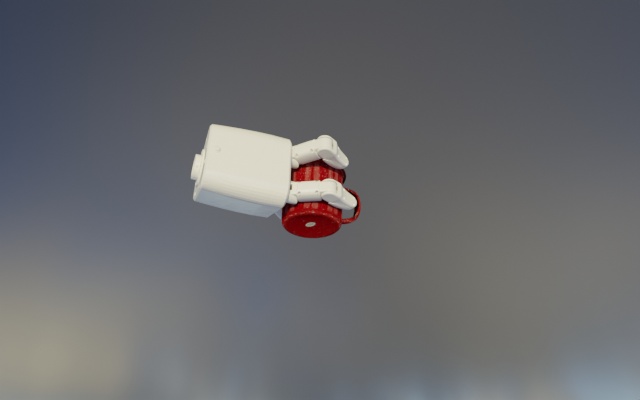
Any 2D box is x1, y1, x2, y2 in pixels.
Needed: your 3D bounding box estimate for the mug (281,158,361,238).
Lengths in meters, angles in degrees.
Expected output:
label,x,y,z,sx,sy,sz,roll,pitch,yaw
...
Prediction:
label,x,y,z,sx,sy,sz,roll,pitch,yaw
mug,0.001,0.003,0.660,0.117,0.081,0.093,12,-32,-17
